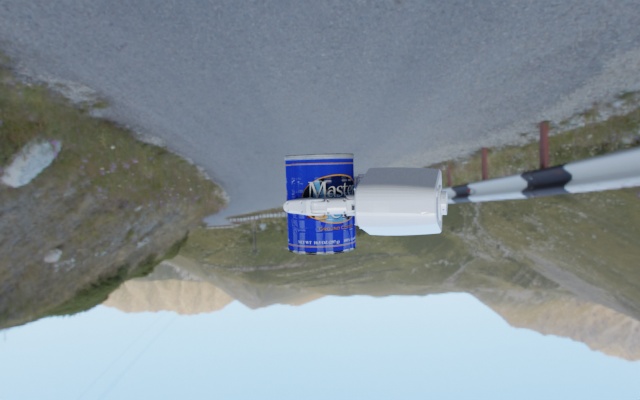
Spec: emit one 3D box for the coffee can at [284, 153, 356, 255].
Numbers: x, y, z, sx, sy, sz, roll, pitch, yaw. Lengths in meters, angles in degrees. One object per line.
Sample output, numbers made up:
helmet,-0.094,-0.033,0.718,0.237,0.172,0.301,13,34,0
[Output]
coffee can,0.000,0.002,0.708,0.103,0.140,0.103,-2,4,0
